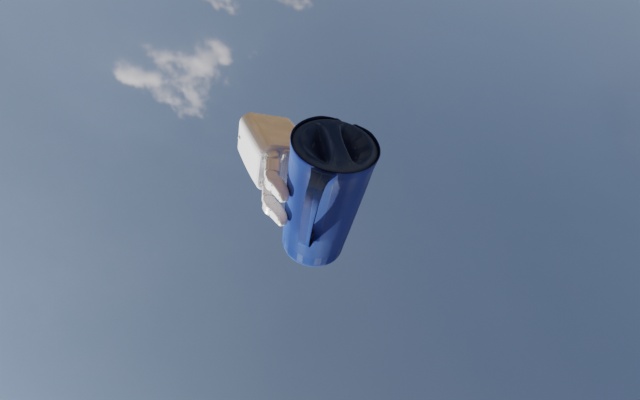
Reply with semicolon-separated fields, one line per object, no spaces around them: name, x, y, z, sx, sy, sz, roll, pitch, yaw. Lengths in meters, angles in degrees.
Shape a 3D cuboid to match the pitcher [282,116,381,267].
pitcher;0.000;0.002;0.764;0.149;0.243;0.145;-16;51;-27
